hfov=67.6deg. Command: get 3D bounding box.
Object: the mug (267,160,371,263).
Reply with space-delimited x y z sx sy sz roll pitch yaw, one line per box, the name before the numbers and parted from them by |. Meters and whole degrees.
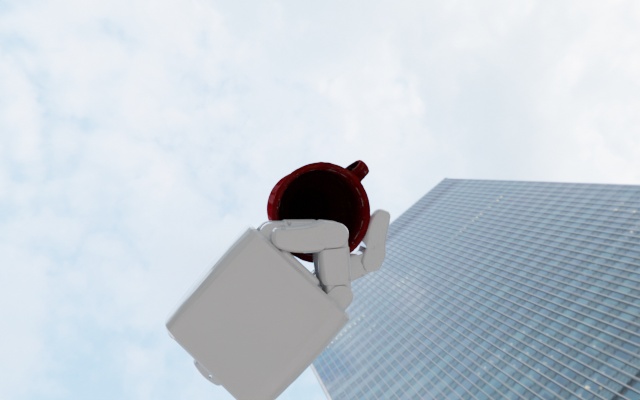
mug | 0.001 0.000 0.473 0.093 0.117 0.081 46 -9 -12
